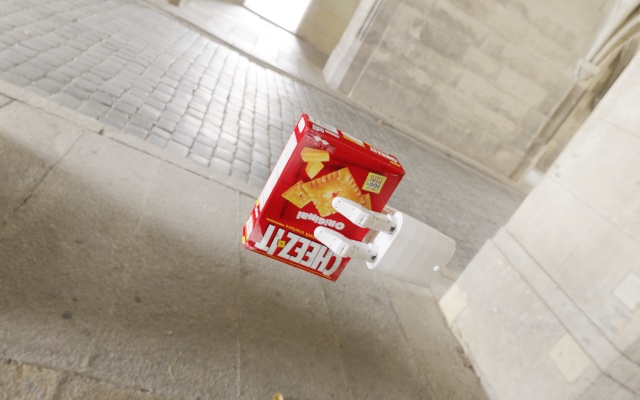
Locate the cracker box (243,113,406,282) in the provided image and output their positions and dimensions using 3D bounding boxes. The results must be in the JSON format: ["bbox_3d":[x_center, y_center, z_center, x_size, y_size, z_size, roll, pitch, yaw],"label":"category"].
[{"bbox_3d":[0.000,0.002,0.719,0.164,0.214,0.072,23,21,-17],"label":"cracker box"}]
